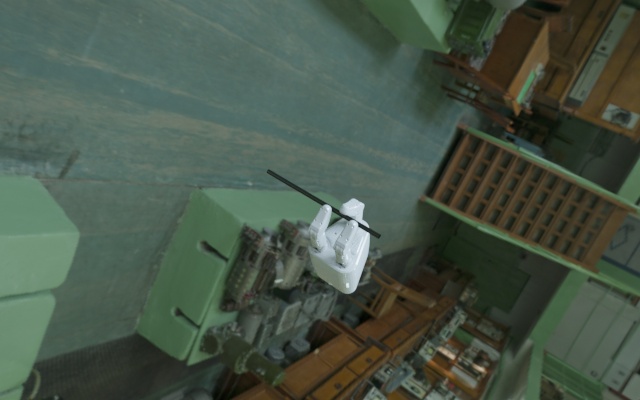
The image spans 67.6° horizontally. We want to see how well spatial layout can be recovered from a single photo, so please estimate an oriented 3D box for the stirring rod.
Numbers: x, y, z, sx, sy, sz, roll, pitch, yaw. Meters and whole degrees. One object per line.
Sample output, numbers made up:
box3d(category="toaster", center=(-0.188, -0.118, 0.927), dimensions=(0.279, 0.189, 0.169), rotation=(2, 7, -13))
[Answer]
box3d(category="stirring rod", center=(0.000, 0.003, 0.817), dimensions=(0.239, 0.011, 0.011), rotation=(30, 13, 24))
